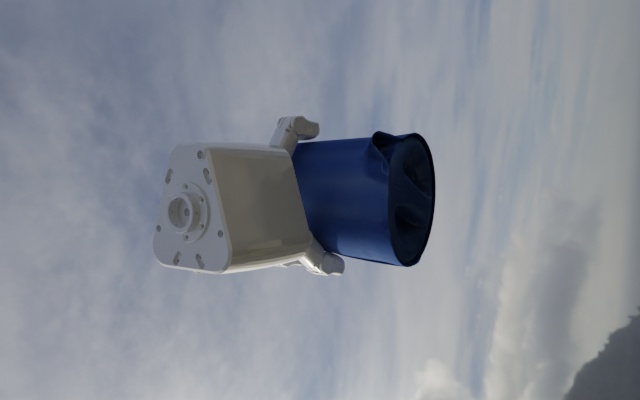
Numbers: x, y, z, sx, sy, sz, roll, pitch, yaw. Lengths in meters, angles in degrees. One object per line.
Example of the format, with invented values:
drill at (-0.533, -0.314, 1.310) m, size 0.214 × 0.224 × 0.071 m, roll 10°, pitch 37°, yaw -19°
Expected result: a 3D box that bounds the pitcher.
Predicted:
pitcher at (0.000, 0.002, 0.540) m, size 0.243 × 0.149 × 0.145 m, roll 3°, pitch 5°, yaw 32°
